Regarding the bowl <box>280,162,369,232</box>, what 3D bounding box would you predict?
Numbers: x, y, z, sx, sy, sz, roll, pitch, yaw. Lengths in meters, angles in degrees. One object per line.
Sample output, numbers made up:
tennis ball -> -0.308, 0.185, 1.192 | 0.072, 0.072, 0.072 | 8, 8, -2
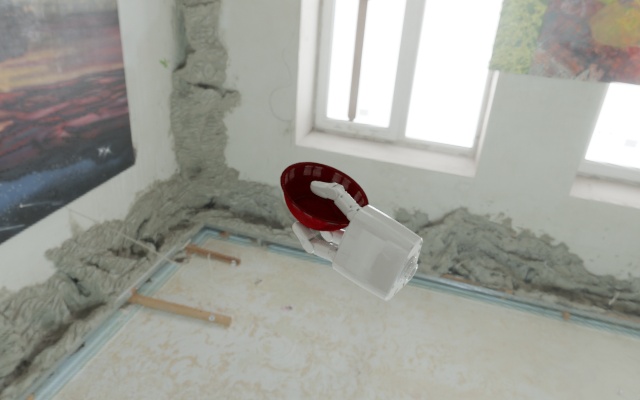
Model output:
bowl -> -0.001, 0.002, 0.831 | 0.162, 0.055, 0.162 | 16, 37, -12
